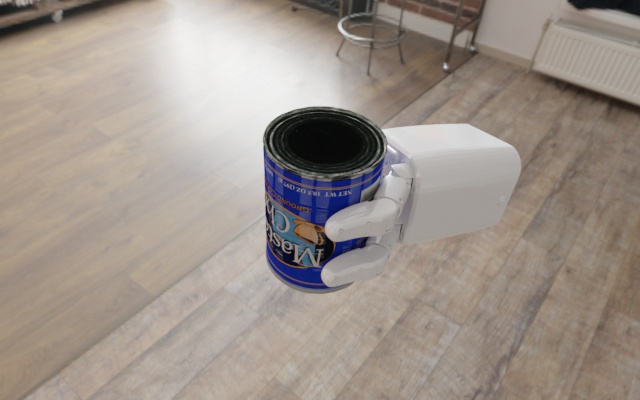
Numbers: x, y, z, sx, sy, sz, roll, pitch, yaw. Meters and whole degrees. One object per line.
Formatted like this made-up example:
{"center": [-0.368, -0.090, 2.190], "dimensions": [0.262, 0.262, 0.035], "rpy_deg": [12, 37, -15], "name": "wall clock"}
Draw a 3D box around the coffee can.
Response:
{"center": [0.000, 0.002, 0.435], "dimensions": [0.103, 0.140, 0.102], "rpy_deg": [2, 42, -2], "name": "coffee can"}
